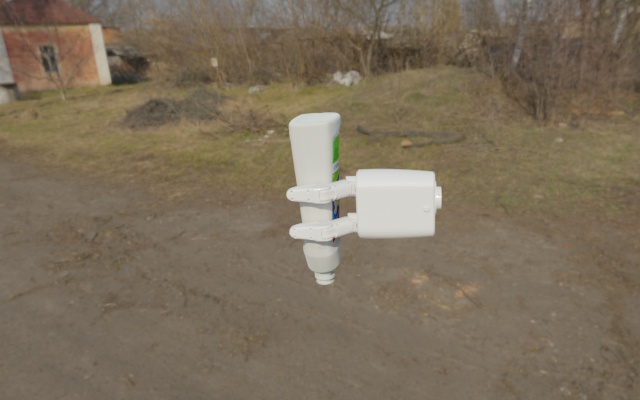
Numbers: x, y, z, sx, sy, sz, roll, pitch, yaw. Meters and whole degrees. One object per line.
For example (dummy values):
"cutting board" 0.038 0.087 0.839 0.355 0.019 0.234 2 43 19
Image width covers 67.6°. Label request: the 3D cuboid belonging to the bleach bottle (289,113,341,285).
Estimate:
"bleach bottle" 0.000 0.002 0.710 0.068 0.251 0.102 -1 18 11
